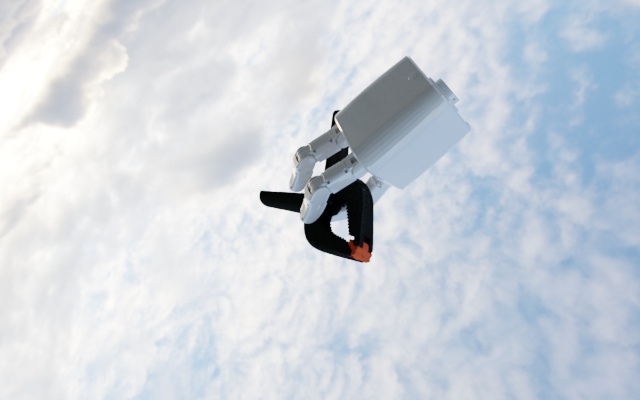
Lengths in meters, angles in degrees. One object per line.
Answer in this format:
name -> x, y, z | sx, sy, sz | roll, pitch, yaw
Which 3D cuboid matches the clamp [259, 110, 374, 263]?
clamp -> 0.001, 0.002, 0.573 | 0.164, 0.209, 0.036 | -42, -47, 20
